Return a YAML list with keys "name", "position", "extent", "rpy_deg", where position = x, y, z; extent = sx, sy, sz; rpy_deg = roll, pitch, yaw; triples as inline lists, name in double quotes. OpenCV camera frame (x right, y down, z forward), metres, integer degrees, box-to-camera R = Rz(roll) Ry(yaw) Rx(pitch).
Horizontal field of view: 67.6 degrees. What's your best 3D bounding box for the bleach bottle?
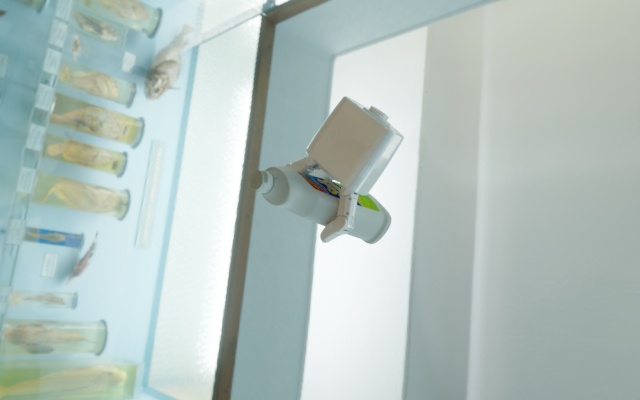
- name: "bleach bottle"
  position: [0.000, 0.002, 0.744]
  extent: [0.251, 0.068, 0.102]
  rpy_deg: [17, 25, -45]
